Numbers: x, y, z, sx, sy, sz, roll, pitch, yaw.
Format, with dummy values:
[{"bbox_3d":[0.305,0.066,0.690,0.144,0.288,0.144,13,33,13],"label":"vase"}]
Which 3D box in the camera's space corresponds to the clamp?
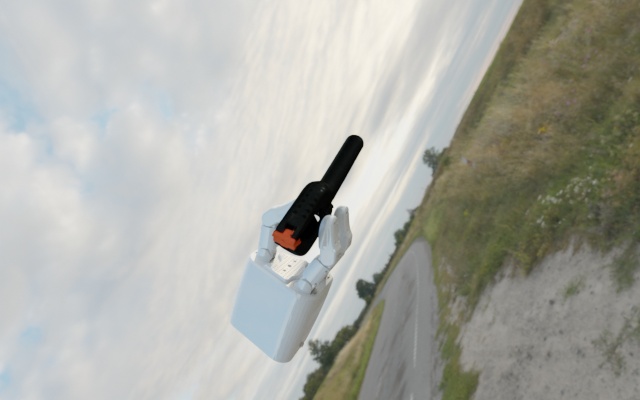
[{"bbox_3d":[-0.001,0.002,0.595,0.036,0.164,0.210,22,18,13],"label":"clamp"}]
